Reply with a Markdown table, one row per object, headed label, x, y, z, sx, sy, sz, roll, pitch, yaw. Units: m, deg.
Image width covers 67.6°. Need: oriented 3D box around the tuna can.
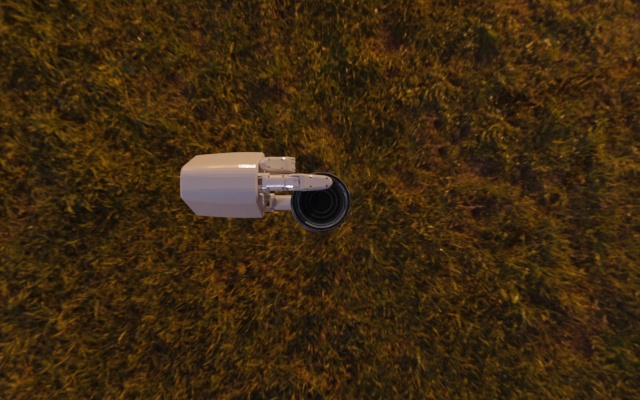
| label | x | y | z | sx | sy | sz | roll | pitch | yaw |
| --- | --- | --- | --- | --- | --- | --- | --- | --- | --- |
| tuna can | 0.000 | 0.002 | 0.675 | 0.086 | 0.086 | 0.034 | 0 | -3 | -3 |
